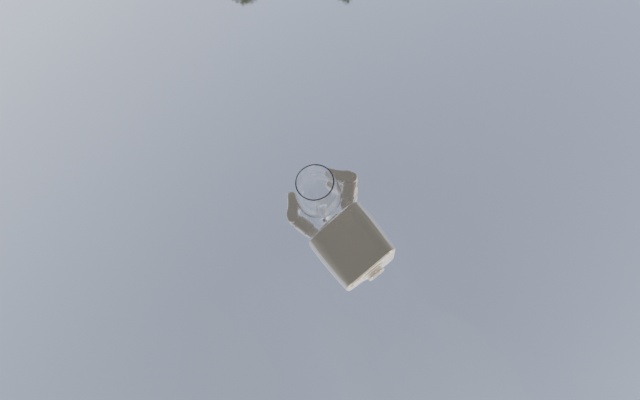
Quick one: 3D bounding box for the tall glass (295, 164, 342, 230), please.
[{"bbox_3d":[0.000,0.003,0.839,0.079,0.079,0.201,0,-19,6],"label":"tall glass"}]
